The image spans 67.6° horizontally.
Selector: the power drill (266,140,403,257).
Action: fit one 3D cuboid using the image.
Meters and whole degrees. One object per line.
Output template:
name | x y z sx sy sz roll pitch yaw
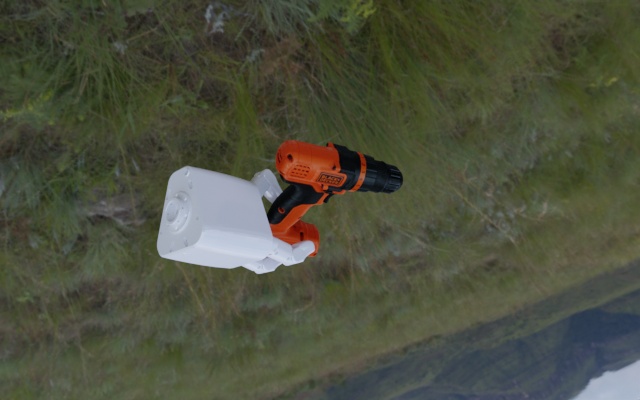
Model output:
power drill | 0.000 0.002 0.664 0.184 0.057 0.188 11 -47 -26
